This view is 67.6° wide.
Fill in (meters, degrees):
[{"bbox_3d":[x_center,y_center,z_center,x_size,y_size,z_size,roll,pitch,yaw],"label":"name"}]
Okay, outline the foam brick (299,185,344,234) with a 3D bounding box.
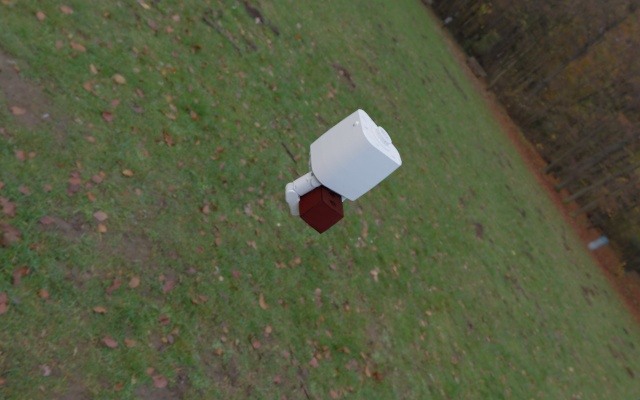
[{"bbox_3d":[0.000,0.003,0.778,0.051,0.078,0.053,-35,-55,24],"label":"foam brick"}]
